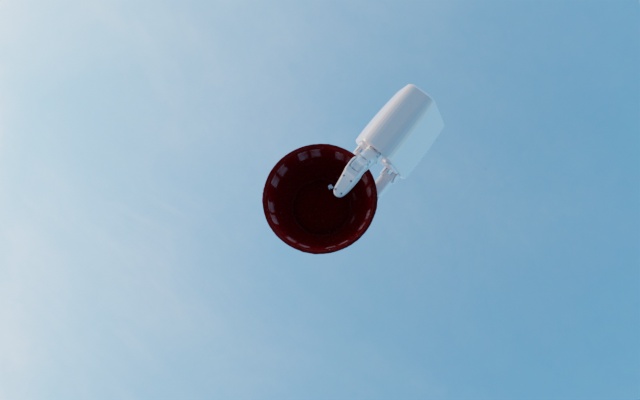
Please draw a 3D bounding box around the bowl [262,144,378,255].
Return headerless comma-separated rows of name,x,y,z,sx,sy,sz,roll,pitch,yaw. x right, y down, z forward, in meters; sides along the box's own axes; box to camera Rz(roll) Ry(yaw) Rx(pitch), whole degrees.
bowl,-0.001,0.003,0.691,0.162,0.162,0.055,0,-16,3
